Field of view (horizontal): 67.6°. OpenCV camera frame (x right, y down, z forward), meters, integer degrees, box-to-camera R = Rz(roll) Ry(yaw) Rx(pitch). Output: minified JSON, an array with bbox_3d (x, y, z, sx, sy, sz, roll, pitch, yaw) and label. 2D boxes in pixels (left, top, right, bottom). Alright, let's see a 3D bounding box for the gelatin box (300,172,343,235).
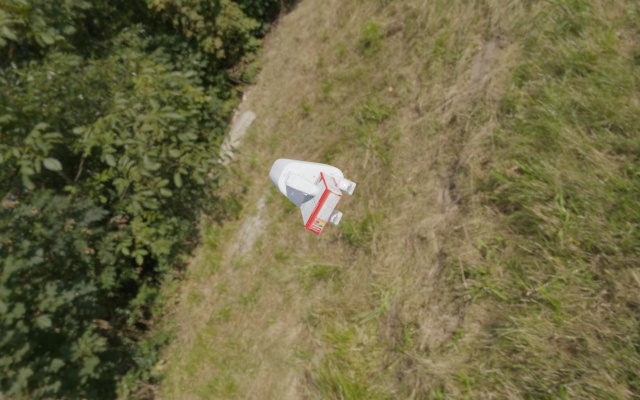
[{"bbox_3d":[0.000,0.002,0.757,0.030,0.073,0.089,25,16,-16],"label":"gelatin box"}]
